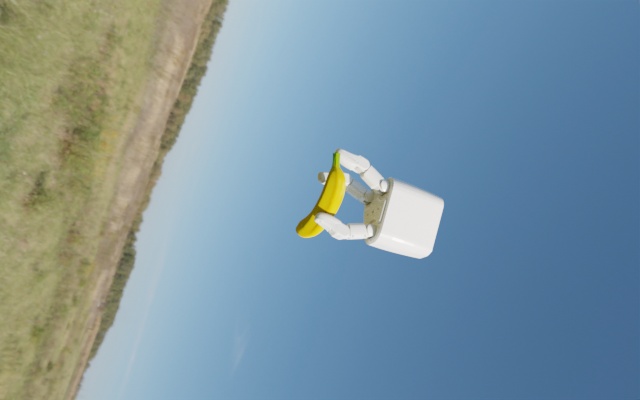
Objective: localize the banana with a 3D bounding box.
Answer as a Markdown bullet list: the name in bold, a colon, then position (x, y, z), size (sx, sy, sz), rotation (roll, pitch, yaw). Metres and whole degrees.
- **banana**: position (0.001, 0.013, 0.803), size (0.037, 0.069, 0.198), rotation (16, -48, -15)
